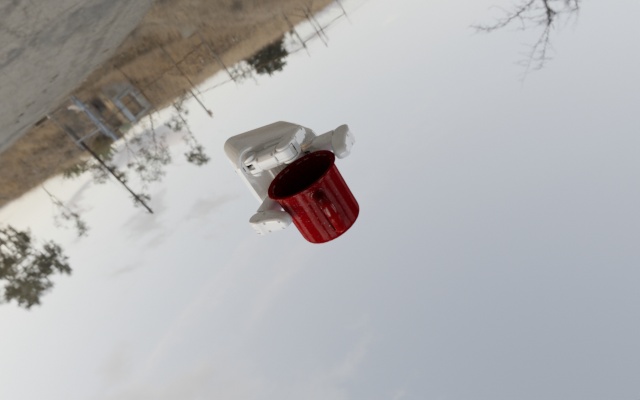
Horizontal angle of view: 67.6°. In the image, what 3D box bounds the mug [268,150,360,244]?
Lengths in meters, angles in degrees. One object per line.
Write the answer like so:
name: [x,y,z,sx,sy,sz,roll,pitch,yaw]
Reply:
mug: [0.001,0.002,0.573,0.093,0.081,0.117,-37,27,-7]
